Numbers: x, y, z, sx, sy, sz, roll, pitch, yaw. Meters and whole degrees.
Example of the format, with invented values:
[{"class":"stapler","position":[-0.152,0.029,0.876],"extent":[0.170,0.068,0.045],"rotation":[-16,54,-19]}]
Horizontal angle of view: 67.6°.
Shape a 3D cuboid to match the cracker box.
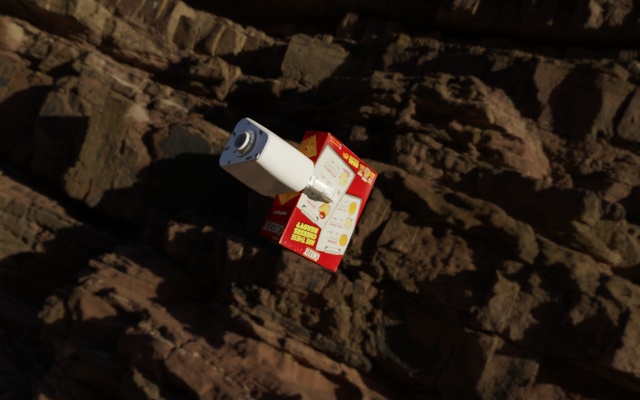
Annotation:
[{"class":"cracker box","position":[0.000,0.003,0.892],"extent":[0.072,0.213,0.164],"rotation":[15,-14,46]}]
